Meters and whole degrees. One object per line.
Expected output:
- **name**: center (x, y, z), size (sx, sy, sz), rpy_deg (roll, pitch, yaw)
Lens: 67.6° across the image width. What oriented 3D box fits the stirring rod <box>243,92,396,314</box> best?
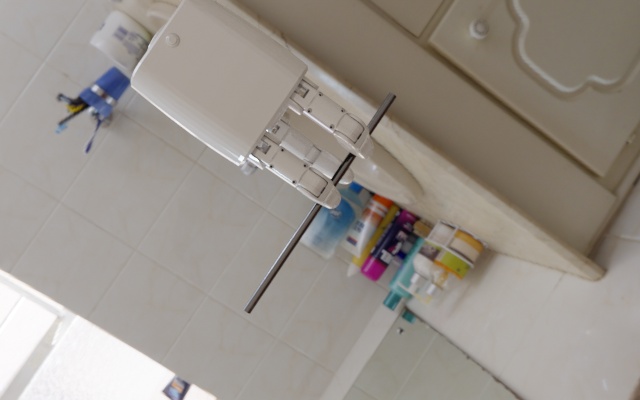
- **stirring rod**: center (0.000, 0.001, 0.440), size (0.011, 0.239, 0.011), rpy_deg (34, -2, 1)
